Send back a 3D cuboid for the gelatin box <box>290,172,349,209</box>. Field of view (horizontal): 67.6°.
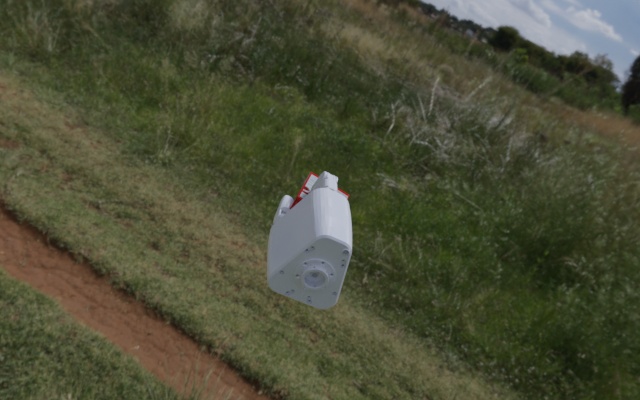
[{"bbox_3d":[0.000,0.002,0.734,0.073,0.030,0.089,31,31,-3],"label":"gelatin box"}]
